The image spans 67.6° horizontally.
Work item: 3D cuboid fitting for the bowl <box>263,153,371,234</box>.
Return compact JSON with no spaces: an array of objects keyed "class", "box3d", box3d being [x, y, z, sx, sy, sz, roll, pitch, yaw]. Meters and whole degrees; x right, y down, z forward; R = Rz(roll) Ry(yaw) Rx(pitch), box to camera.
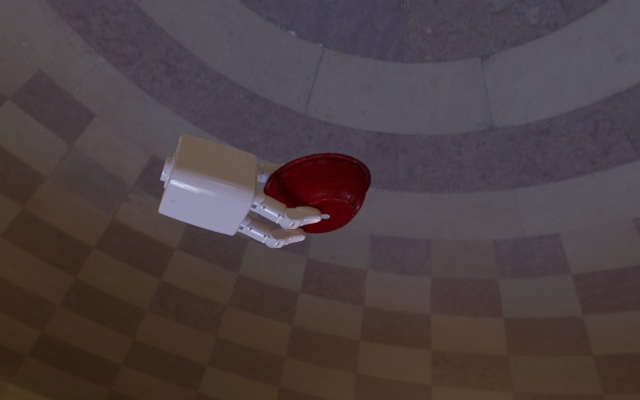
[{"class":"bowl","box3d":[0.001,0.003,0.696,0.162,0.055,0.162,-8,-33,-5]}]
